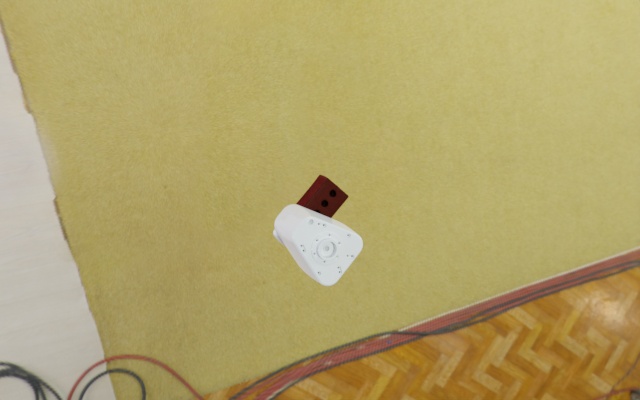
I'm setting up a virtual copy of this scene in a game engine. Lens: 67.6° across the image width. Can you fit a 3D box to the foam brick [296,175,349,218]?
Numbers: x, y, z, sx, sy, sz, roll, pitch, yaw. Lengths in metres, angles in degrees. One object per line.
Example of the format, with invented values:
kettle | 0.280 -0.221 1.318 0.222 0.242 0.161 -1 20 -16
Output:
foam brick | 0.000 0.002 0.824 0.053 0.078 0.051 40 -6 -18
